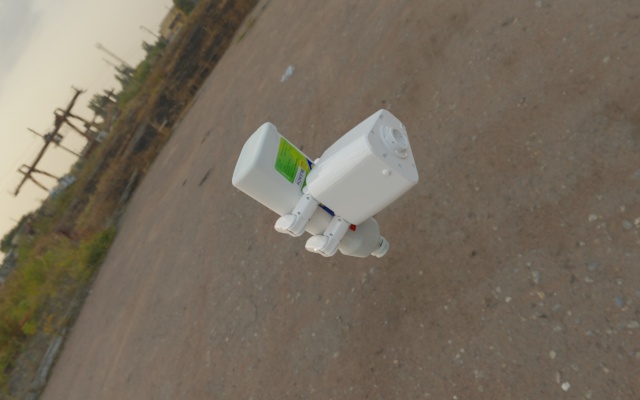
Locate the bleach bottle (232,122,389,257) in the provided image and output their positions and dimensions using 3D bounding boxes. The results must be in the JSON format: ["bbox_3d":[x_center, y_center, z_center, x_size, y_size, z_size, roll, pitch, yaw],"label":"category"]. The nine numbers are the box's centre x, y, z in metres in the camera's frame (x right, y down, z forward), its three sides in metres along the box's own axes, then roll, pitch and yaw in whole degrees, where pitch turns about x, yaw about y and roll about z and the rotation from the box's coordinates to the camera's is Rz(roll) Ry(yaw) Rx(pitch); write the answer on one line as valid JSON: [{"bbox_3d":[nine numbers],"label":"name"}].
[{"bbox_3d":[0.000,0.002,0.676,0.251,0.102,0.068,35,-50,-24],"label":"bleach bottle"}]
